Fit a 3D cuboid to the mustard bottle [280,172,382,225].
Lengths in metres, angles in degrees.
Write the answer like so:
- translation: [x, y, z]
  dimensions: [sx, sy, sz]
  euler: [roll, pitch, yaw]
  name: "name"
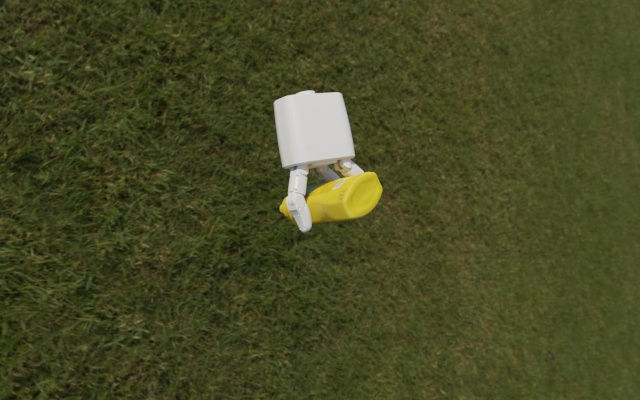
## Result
- translation: [0.000, 0.003, 0.772]
  dimensions: [0.191, 0.058, 0.096]
  euler: [-10, 24, 45]
  name: "mustard bottle"
